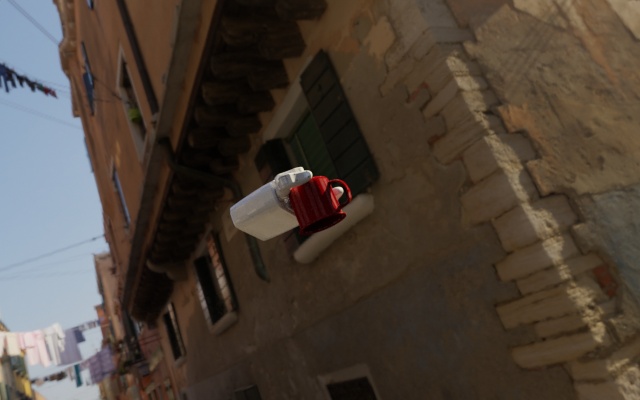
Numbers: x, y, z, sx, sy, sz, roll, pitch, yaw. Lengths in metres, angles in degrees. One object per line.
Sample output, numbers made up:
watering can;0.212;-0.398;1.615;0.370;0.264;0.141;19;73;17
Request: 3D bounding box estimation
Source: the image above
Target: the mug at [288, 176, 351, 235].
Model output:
mug;0.001;0.002;0.877;0.117;0.081;0.093;-28;-17;19
